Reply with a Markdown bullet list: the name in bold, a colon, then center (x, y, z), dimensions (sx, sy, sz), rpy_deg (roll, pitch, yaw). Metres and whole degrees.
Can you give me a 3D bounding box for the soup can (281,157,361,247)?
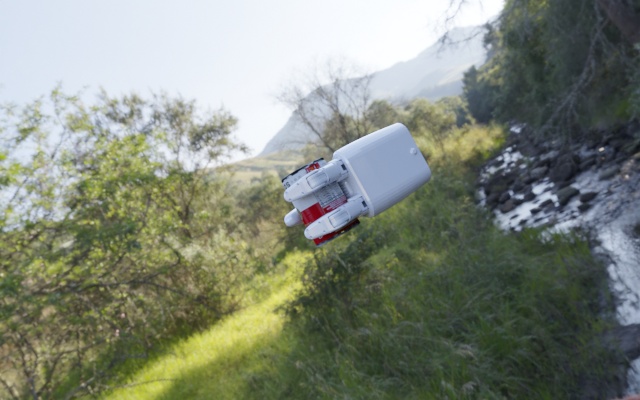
- **soup can**: center (0.000, 0.002, 0.641), dimensions (0.068, 0.102, 0.068), rpy_deg (-29, -1, 0)
